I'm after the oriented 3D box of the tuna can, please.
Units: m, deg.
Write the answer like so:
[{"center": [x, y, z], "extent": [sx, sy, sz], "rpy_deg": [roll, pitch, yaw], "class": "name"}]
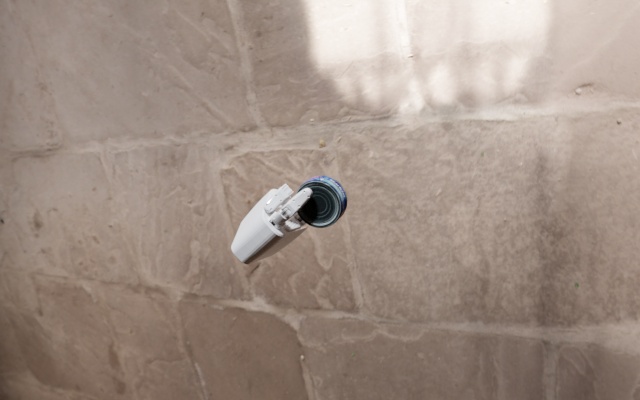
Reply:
[{"center": [0.000, 0.003, 0.808], "extent": [0.086, 0.086, 0.033], "rpy_deg": [0, 17, 20], "class": "tuna can"}]
